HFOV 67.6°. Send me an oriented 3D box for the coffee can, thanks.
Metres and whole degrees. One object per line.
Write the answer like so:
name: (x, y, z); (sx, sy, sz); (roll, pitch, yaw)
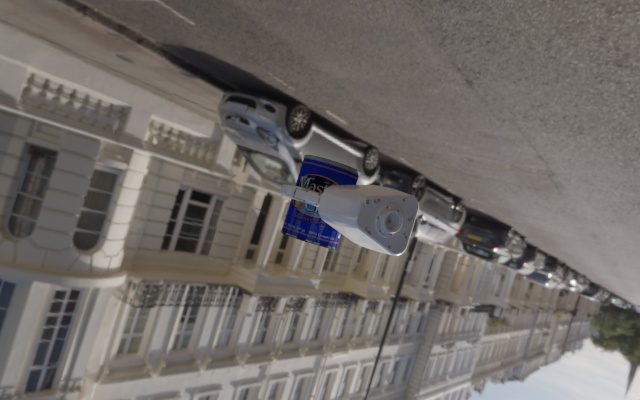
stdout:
coffee can: (0.000, 0.003, 0.827); (0.103, 0.140, 0.103); (17, -1, 0)
